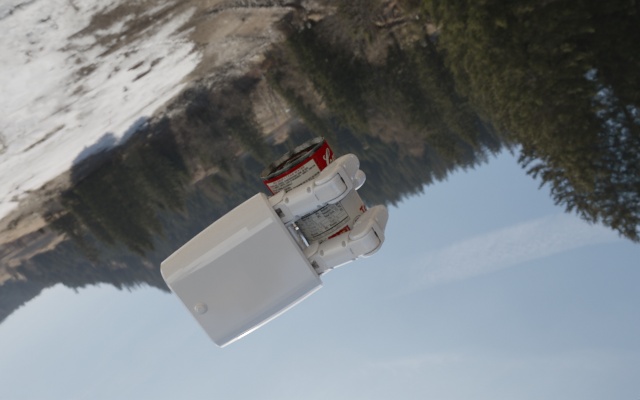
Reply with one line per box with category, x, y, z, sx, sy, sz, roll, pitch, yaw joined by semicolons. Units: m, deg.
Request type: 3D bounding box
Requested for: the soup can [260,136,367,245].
soup can;0.001;0.001;0.441;0.068;0.102;0.068;-30;15;9
